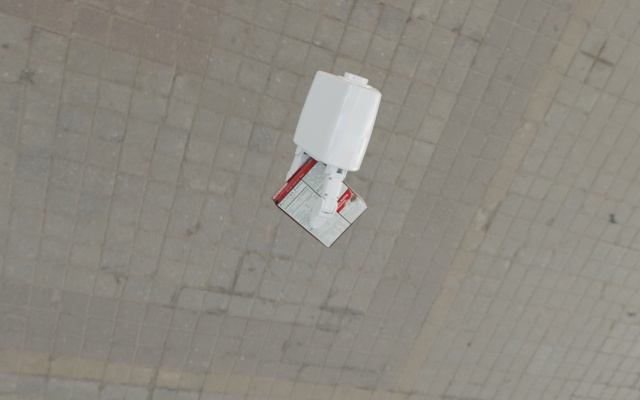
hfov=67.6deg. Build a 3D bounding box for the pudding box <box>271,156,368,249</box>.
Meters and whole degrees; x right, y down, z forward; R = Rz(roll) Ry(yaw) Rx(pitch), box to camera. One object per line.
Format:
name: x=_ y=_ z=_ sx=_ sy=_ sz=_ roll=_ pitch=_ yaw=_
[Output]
pudding box: x=0.000 y=0.002 z=0.685 sx=0.113 sy=0.090 sz=0.039 roll=42 pitch=5 yaw=-24
